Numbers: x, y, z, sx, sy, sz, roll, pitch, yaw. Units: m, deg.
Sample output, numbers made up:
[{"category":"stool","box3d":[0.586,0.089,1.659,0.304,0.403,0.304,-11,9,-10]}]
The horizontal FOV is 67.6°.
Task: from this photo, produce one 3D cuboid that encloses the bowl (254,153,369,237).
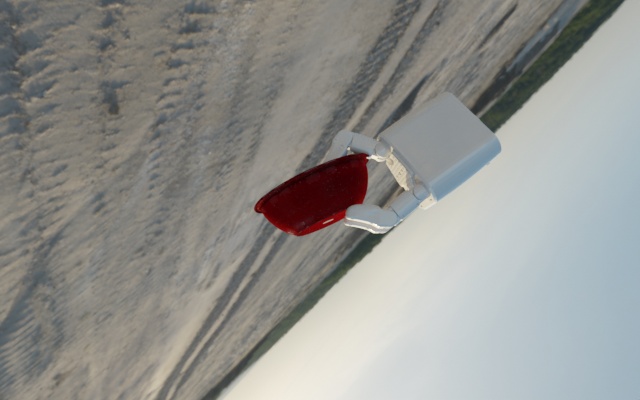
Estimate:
[{"category":"bowl","box3d":[-0.001,0.003,0.605,0.162,0.055,0.162,-24,-9,-4]}]
